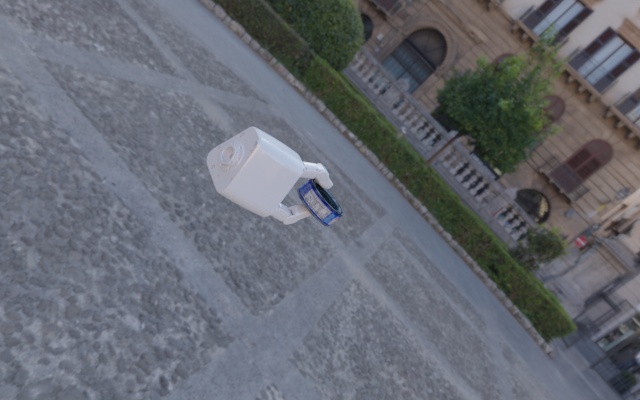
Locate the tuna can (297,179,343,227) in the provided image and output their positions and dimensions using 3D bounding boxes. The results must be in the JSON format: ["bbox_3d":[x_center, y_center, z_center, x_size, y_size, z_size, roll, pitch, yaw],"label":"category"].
[{"bbox_3d":[0.001,0.002,0.834,0.034,0.086,0.086,-40,-10,12],"label":"tuna can"}]
